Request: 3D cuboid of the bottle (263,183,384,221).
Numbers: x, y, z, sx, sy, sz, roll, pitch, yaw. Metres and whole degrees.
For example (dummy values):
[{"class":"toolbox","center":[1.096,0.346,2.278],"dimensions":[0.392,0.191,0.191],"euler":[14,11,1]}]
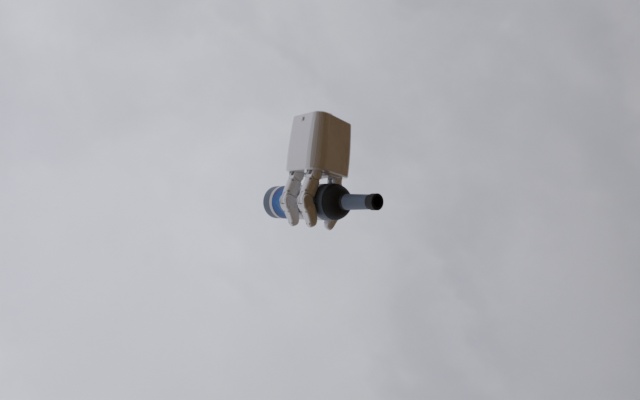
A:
[{"class":"bottle","center":[0.000,0.003,0.873],"dimensions":[0.069,0.069,0.295],"euler":[0,0,-38]}]
